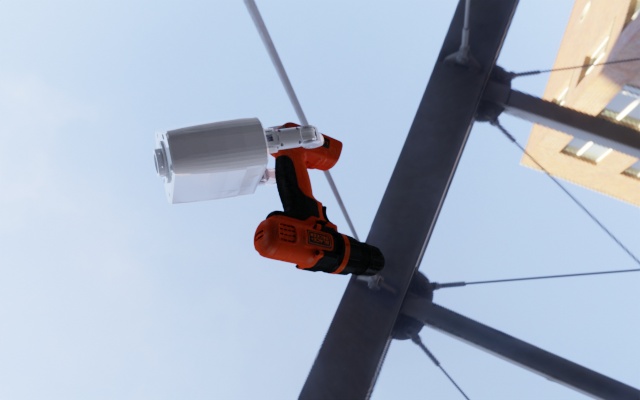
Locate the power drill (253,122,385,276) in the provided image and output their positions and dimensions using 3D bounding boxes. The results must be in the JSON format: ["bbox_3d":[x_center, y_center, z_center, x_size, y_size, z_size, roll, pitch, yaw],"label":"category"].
[{"bbox_3d":[0.000,0.002,0.608,0.184,0.187,0.057,18,-38,-35],"label":"power drill"}]
